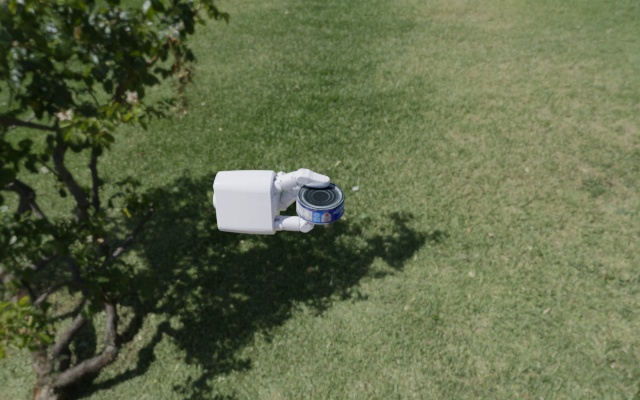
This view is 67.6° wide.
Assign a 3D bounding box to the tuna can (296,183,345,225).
[{"bbox_3d":[0.000,0.002,0.844,0.086,0.034,0.086,1,38,-1],"label":"tuna can"}]
